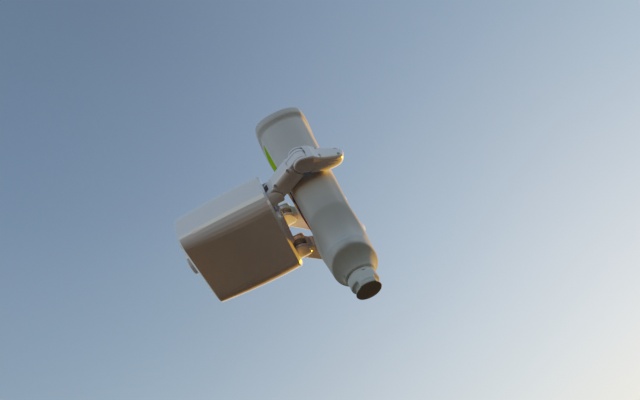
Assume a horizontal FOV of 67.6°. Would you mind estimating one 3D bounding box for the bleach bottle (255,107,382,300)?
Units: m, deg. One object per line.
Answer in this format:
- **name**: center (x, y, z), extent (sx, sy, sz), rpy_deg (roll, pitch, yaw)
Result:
- **bleach bottle**: center (0.000, 0.002, 0.543), extent (0.068, 0.250, 0.103), rpy_deg (-27, -42, -3)
